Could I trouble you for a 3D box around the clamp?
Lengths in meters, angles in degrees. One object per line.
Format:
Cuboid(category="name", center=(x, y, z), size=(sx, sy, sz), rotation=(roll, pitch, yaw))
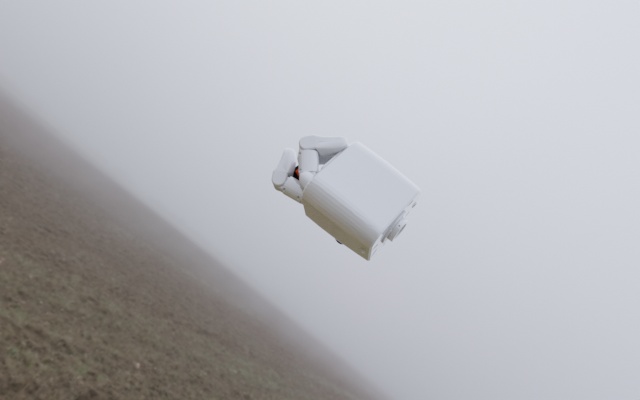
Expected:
Cuboid(category="clamp", center=(0.000, 0.002, 0.702), size=(0.120, 0.039, 0.171), rotation=(41, -11, 16))
